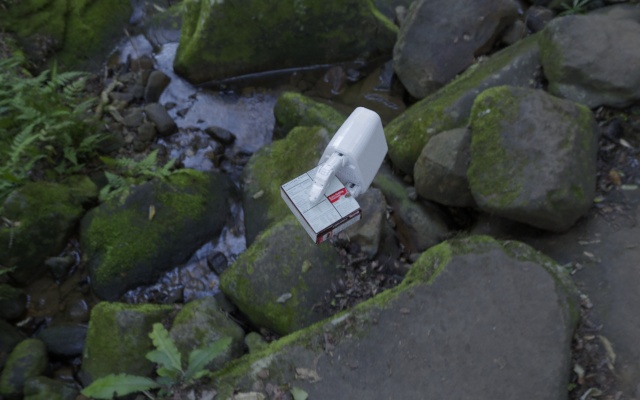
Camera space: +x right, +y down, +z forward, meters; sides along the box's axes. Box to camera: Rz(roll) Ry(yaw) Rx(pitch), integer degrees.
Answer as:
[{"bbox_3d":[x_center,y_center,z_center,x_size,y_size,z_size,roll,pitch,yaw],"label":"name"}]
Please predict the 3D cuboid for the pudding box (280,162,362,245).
[{"bbox_3d":[0.000,0.002,0.774,0.090,0.113,0.039,-30,-29,-14],"label":"pudding box"}]
